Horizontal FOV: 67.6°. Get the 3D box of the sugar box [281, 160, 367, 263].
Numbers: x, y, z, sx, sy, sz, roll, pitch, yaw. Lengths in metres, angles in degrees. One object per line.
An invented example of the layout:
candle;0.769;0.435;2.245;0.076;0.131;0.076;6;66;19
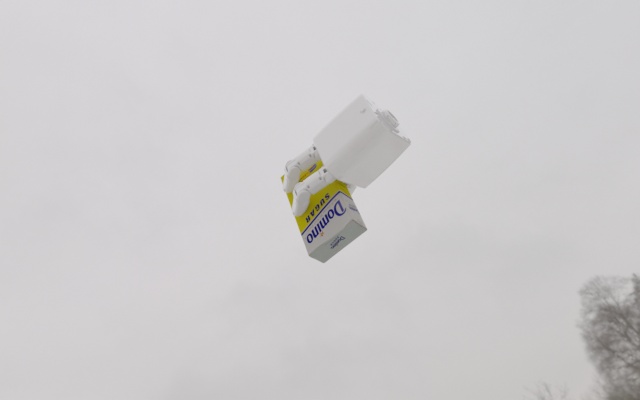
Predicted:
sugar box;0.000;0.002;0.766;0.093;0.176;0.048;-40;-46;18
